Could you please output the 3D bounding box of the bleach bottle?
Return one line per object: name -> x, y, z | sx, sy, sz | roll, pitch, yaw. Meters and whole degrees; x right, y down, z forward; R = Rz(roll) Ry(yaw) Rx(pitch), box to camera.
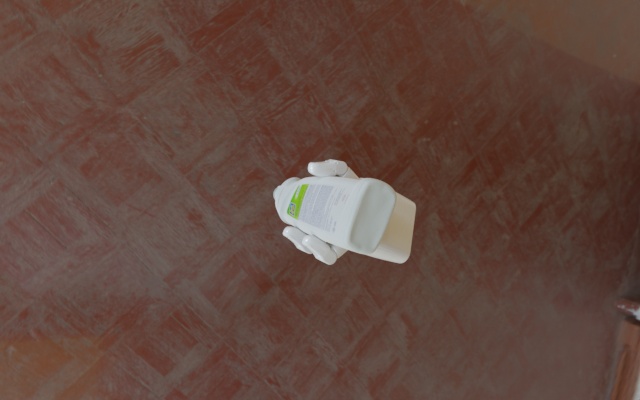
bleach bottle -> 0.000, 0.002, 0.719 | 0.068, 0.102, 0.251 | 22, -2, -34
